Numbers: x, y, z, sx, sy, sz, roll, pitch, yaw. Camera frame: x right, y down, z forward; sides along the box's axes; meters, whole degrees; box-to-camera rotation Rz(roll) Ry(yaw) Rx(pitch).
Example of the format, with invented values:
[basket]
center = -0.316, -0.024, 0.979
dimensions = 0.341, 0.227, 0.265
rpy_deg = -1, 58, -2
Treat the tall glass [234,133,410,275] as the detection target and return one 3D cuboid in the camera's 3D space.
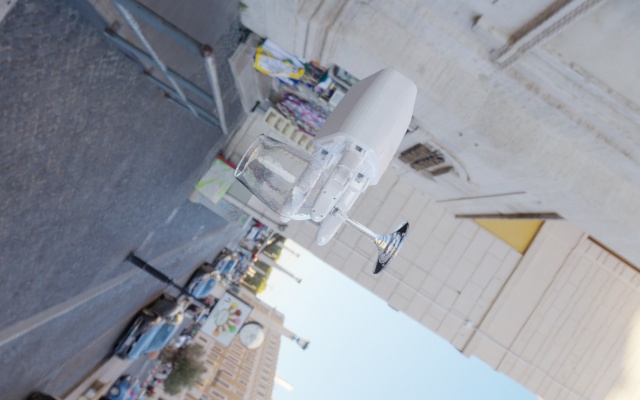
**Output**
[tall glass]
center = 0.001, 0.002, 0.558
dimensions = 0.201, 0.079, 0.079
rpy_deg = 33, -2, -3
